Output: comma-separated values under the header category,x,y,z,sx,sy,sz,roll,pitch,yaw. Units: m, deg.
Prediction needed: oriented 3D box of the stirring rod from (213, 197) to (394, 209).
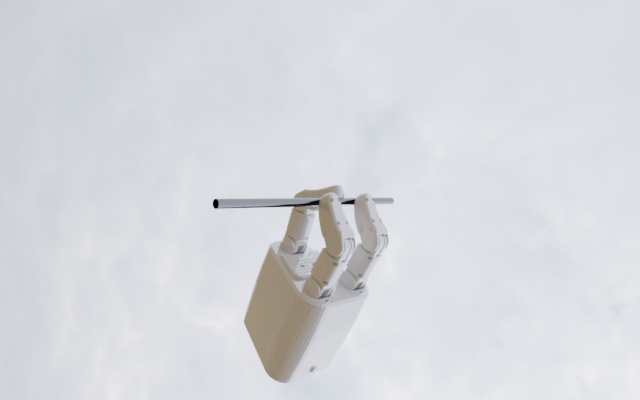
category,x,y,z,sx,sy,sz,roll,pitch,yaw
stirring rod,0.000,0.002,0.455,0.011,0.011,0.239,0,0,42
